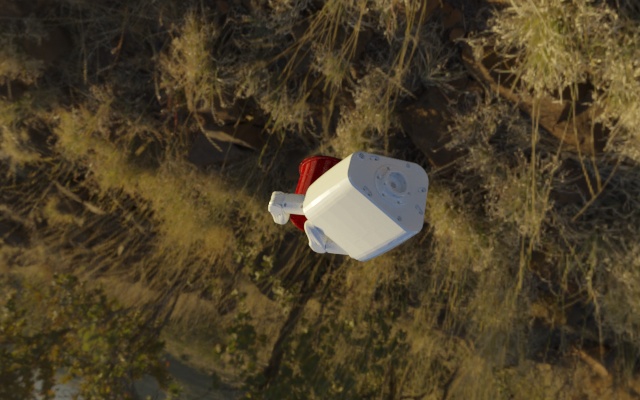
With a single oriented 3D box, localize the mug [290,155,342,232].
[{"bbox_3d":[-0.001,0.003,0.672,0.093,0.081,0.117,25,-32,-16],"label":"mug"}]
